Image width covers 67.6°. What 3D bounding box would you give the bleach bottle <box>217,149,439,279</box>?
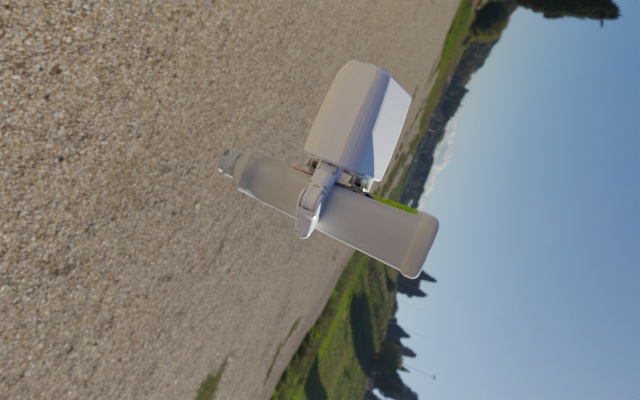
[{"bbox_3d":[0.000,0.002,0.529,0.251,0.068,0.102,23,6,8],"label":"bleach bottle"}]
